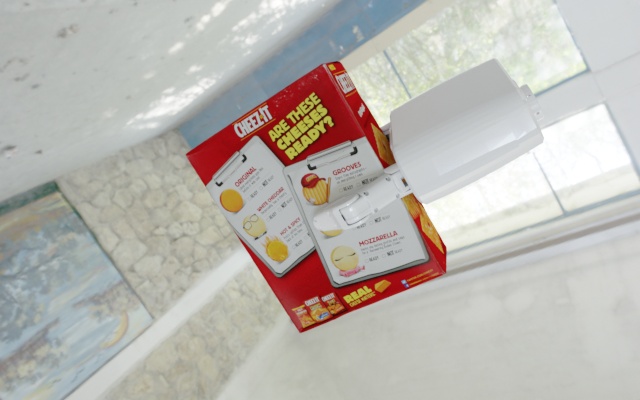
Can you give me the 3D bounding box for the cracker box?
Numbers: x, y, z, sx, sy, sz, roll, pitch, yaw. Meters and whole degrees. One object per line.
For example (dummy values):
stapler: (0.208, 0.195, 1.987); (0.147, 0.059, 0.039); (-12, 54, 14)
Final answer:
cracker box: (0.000, 0.002, 0.465); (0.164, 0.214, 0.072); (-28, 9, 22)
